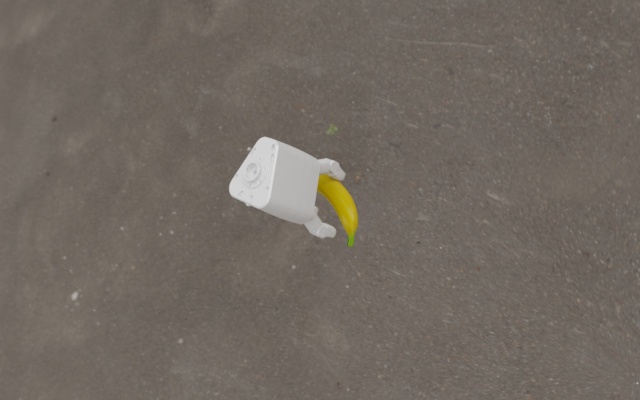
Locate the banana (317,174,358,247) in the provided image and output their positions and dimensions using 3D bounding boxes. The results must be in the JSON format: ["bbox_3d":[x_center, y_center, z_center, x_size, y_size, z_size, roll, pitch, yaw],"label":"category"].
[{"bbox_3d":[0.013,-0.009,0.863,0.037,0.070,0.197,14,31,-51],"label":"banana"}]
